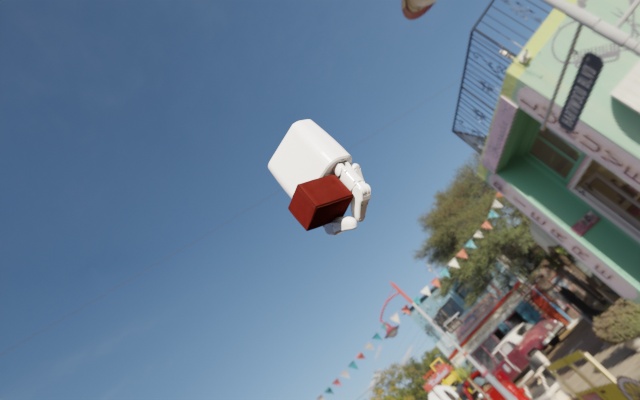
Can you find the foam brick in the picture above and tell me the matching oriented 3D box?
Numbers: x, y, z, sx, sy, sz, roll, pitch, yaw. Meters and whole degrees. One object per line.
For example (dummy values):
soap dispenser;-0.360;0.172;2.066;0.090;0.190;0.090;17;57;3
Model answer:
foam brick;0.000;0.002;0.718;0.078;0.053;0.051;-18;55;-40
